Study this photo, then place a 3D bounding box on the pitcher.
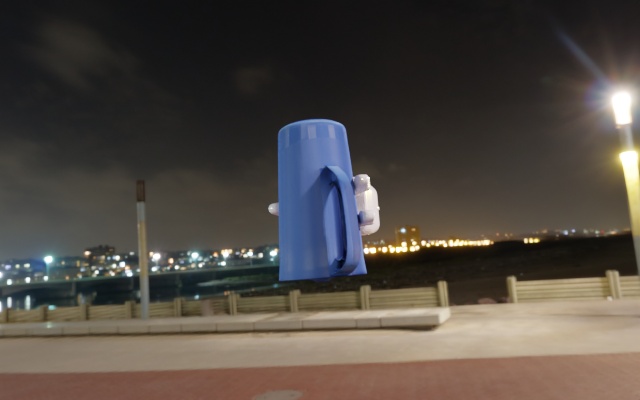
[{"bbox_3d":[0.000,0.002,0.731,0.149,0.243,0.145,-7,-8,21],"label":"pitcher"}]
